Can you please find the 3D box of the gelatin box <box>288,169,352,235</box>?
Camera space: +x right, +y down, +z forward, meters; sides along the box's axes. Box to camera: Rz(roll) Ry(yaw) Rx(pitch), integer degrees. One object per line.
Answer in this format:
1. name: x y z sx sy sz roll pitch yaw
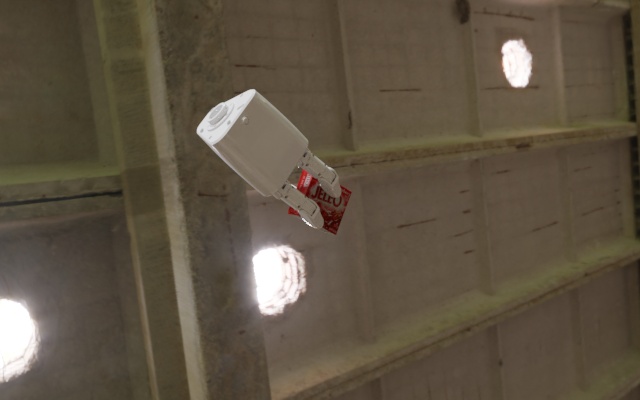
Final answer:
1. gelatin box: 0.000 0.002 0.717 0.030 0.073 0.089 9 -16 47
